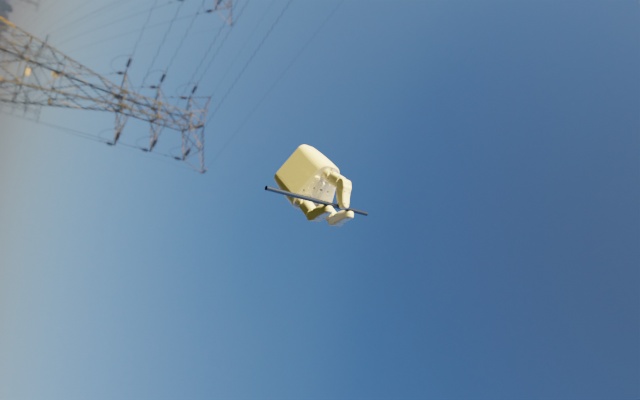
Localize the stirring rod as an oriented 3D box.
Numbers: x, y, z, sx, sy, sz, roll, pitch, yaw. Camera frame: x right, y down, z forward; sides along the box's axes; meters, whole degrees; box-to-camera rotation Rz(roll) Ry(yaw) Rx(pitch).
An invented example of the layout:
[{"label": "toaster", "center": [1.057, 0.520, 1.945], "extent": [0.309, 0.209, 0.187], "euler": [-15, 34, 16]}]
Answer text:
[{"label": "stirring rod", "center": [0.000, 0.003, 0.876], "extent": [0.239, 0.011, 0.011], "euler": [15, -9, -38]}]
